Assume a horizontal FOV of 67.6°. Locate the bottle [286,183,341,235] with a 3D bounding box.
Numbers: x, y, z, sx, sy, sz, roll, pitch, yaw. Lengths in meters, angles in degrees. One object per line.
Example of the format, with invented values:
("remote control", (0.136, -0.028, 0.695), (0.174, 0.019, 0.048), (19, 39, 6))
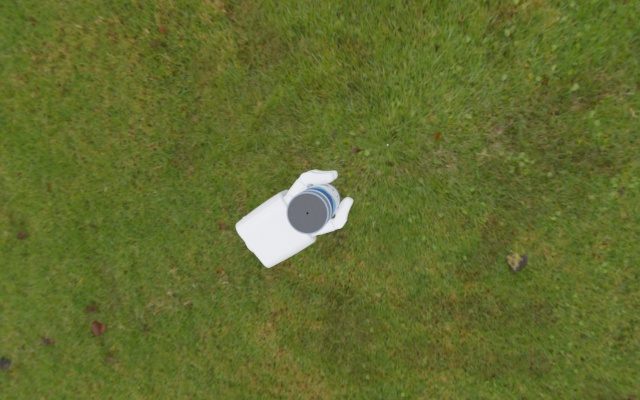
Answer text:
("bottle", (0.000, 0.003, 0.871), (0.069, 0.069, 0.295), (0, 7, 8))
